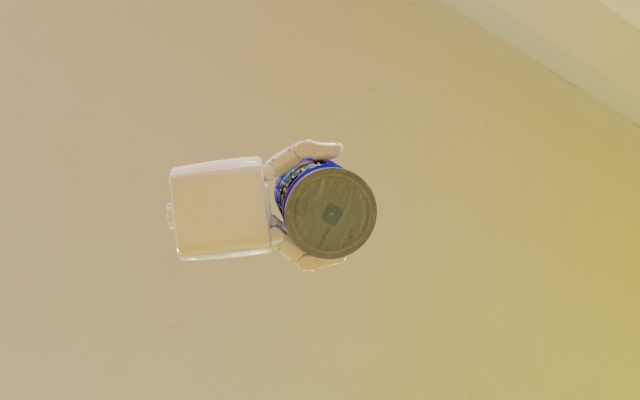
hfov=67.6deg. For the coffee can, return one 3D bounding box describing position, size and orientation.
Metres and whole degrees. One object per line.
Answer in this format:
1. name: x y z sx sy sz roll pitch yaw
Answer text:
1. coffee can: 0.000 0.002 0.585 0.103 0.103 0.140 0 11 -10
